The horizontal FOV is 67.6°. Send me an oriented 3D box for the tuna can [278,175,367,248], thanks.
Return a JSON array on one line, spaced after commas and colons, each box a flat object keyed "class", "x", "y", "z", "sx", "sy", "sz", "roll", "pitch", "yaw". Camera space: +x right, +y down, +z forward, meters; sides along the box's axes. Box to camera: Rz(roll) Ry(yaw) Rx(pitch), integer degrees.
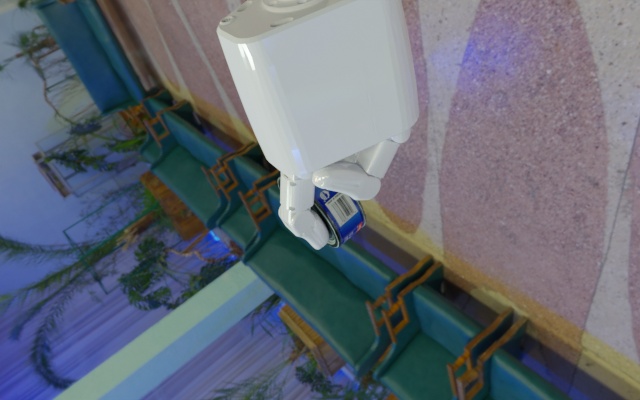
[{"class": "tuna can", "x": 0.000, "y": 0.002, "z": 0.435, "sx": 0.033, "sy": 0.086, "sz": 0.086, "roll": -40, "pitch": 13, "yaw": -16}]
